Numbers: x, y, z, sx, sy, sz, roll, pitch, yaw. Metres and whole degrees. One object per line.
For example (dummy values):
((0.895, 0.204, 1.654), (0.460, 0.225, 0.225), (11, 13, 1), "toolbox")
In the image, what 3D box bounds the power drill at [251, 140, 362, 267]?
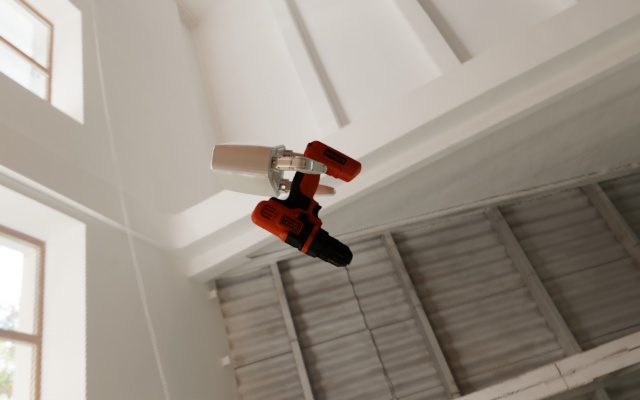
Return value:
((0.000, 0.002, 0.822), (0.184, 0.187, 0.057), (29, -24, -1), "power drill")
